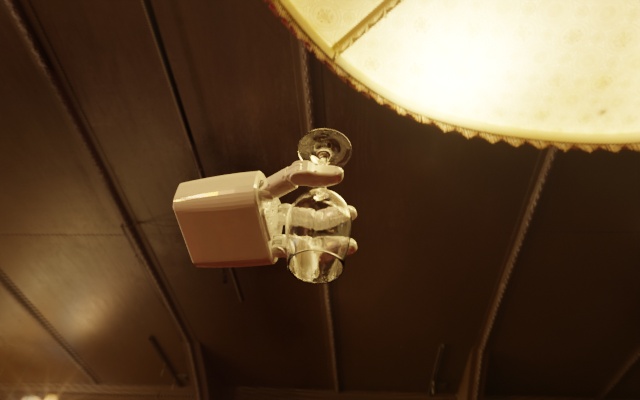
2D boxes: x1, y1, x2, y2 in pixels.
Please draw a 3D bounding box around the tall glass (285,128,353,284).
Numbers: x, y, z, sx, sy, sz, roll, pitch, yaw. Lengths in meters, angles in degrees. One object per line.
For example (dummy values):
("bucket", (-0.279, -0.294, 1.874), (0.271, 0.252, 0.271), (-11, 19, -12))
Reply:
("tall glass", (0.000, 0.001, 0.582), (0.079, 0.200, 0.079), (2, -45, 2))
